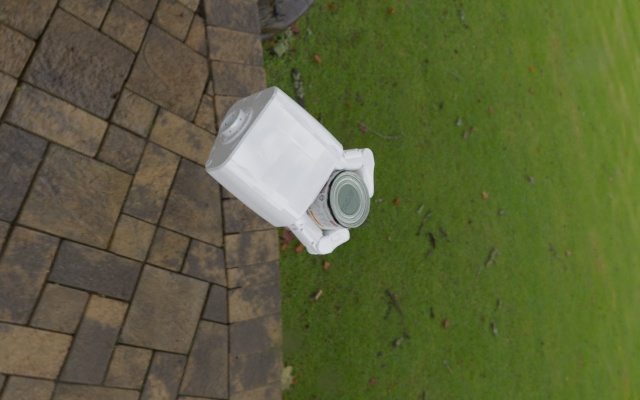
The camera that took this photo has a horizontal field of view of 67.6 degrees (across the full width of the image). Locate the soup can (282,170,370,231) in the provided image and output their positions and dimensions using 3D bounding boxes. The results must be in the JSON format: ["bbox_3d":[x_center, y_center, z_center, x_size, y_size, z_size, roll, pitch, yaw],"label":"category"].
[{"bbox_3d":[0.001,0.002,0.572,0.068,0.068,0.102,0,-4,-42],"label":"soup can"}]
